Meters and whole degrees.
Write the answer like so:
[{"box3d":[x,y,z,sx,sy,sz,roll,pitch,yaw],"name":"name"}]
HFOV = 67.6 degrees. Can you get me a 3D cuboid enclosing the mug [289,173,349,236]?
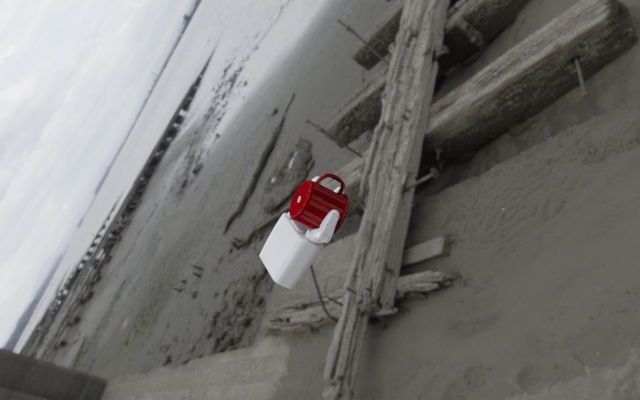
[{"box3d":[0.001,0.002,0.898,0.081,0.117,0.093,27,13,-22],"name":"mug"}]
